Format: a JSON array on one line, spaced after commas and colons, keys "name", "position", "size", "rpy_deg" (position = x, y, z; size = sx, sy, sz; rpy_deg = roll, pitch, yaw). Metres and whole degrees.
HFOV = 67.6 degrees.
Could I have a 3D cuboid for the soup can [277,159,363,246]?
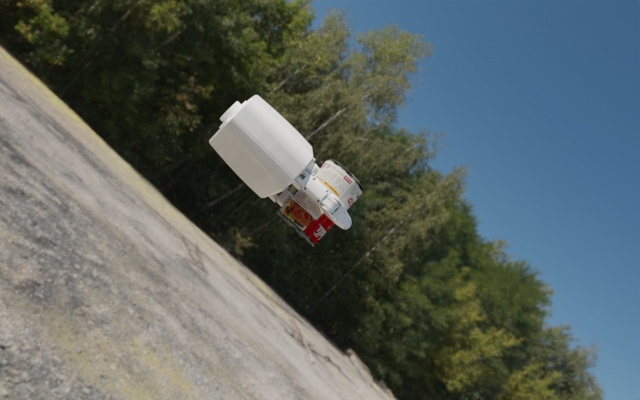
[{"name": "soup can", "position": [0.001, 0.002, 0.644], "size": [0.068, 0.102, 0.068], "rpy_deg": [43, -7, 7]}]
